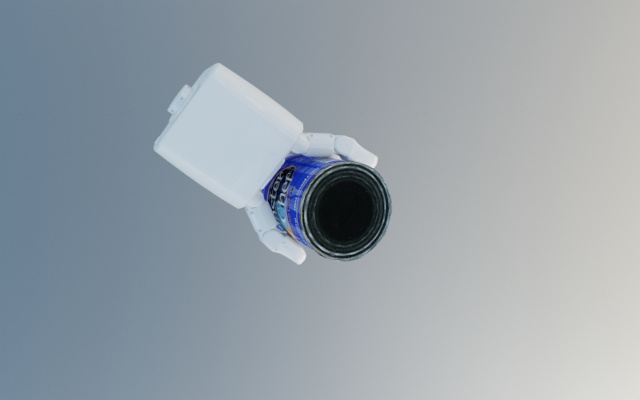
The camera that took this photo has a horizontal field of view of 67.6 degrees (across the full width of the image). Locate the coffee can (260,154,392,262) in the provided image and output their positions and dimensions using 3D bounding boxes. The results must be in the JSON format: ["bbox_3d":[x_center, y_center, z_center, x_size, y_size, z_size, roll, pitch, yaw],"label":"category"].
[{"bbox_3d":[0.000,0.002,0.537,0.103,0.103,0.140,0,8,-23],"label":"coffee can"}]
